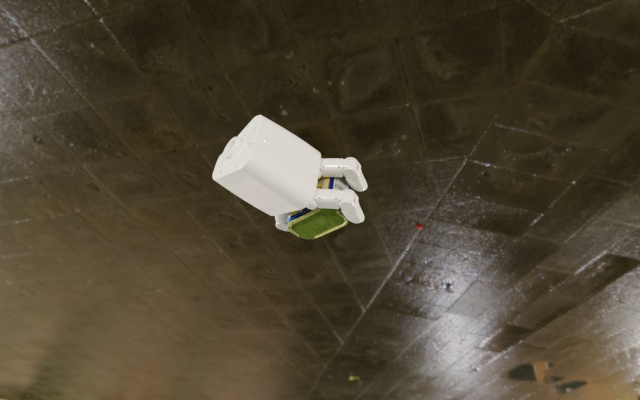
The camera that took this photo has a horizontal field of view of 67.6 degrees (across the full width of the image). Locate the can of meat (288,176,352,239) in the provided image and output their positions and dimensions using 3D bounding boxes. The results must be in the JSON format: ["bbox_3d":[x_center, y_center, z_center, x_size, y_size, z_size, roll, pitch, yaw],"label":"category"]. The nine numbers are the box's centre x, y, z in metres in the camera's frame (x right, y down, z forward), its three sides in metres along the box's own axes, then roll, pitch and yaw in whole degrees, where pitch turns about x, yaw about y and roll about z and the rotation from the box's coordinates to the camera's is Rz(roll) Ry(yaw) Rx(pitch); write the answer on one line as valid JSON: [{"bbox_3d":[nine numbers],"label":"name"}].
[{"bbox_3d":[0.000,0.003,0.712,0.057,0.084,0.102,34,-44,-30],"label":"can of meat"}]
